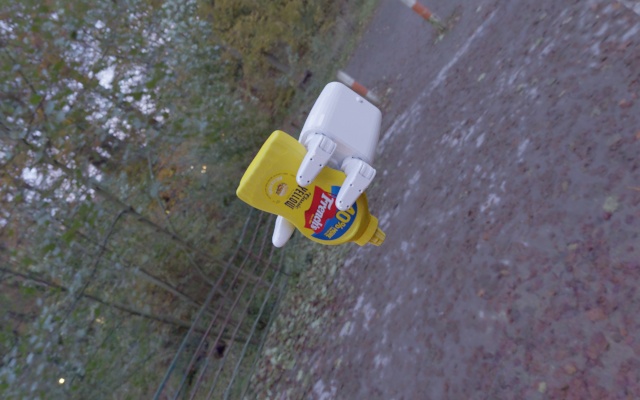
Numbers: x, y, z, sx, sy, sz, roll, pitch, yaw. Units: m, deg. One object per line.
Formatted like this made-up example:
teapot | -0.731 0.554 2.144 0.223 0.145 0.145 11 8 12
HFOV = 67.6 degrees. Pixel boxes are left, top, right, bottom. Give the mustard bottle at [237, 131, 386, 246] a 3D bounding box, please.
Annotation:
mustard bottle | 0.000 0.002 0.593 0.191 0.096 0.058 32 24 -14
